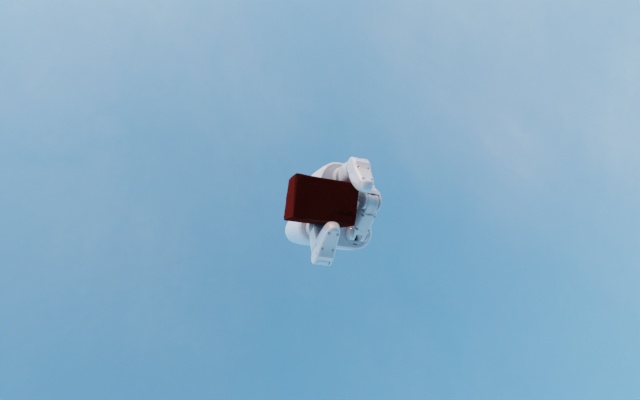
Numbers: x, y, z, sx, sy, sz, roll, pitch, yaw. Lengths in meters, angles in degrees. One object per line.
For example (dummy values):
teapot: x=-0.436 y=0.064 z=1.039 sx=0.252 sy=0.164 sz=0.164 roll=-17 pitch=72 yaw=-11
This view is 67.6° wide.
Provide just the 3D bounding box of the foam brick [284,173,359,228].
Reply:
foam brick: x=0.000 y=0.002 z=0.567 sx=0.078 sy=0.053 sz=0.051 roll=9 pitch=-7 yaw=-16
